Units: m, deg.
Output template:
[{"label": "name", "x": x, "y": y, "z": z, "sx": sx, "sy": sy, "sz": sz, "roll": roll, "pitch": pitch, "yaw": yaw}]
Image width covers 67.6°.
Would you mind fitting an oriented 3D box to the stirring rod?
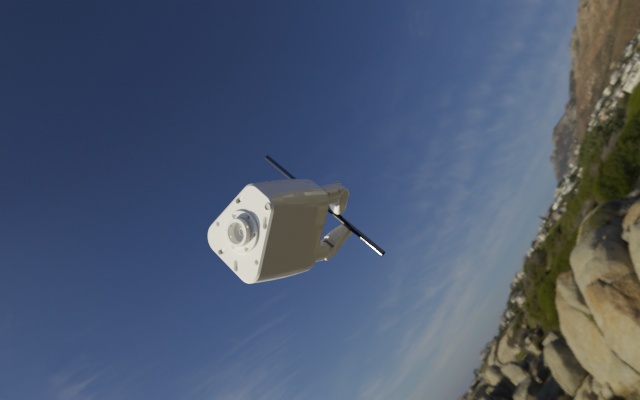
[{"label": "stirring rod", "x": 0.000, "y": 0.002, "z": 0.687, "sx": 0.239, "sy": 0.011, "sz": 0.011, "roll": 40, "pitch": 20, "yaw": 26}]
